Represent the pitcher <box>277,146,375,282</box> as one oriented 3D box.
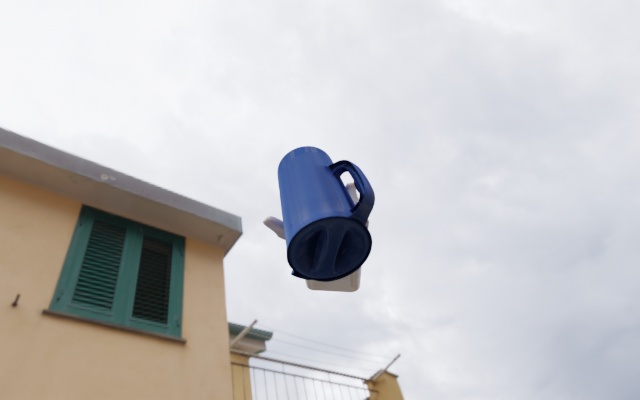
[{"bbox_3d":[0.000,0.003,0.809,0.149,0.145,0.242,-12,38,-5],"label":"pitcher"}]
